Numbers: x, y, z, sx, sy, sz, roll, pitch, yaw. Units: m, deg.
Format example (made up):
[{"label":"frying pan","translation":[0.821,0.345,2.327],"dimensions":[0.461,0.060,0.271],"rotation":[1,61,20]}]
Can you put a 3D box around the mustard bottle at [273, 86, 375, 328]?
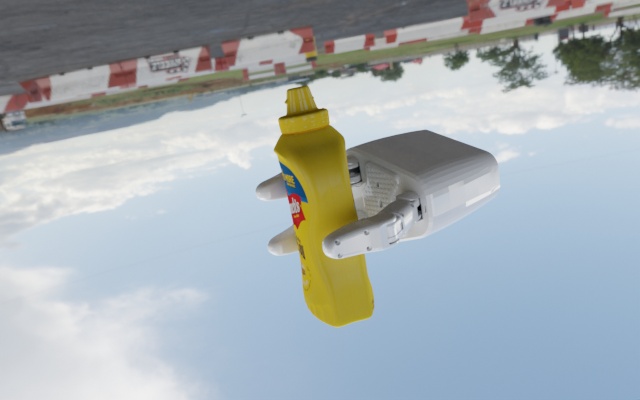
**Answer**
[{"label":"mustard bottle","translation":[0.000,0.002,0.401],"dimensions":[0.058,0.192,0.096],"rotation":[-13,15,-10]}]
